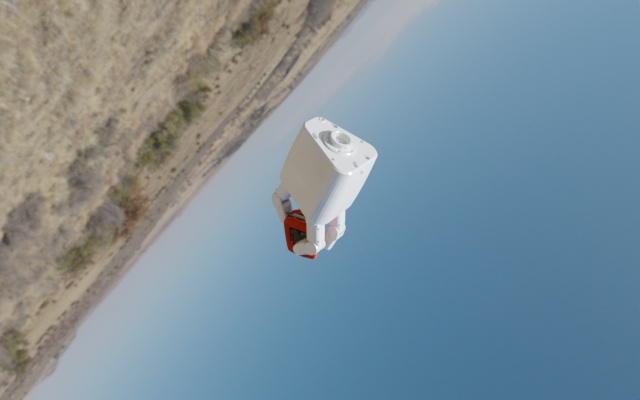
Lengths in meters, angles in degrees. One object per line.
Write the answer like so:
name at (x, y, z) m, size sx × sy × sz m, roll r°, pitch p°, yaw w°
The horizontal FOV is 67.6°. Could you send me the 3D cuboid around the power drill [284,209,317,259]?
power drill at (0.000, 0.003, 0.821) m, size 0.057 × 0.187 × 0.185 m, roll 16°, pitch -33°, yaw 13°
